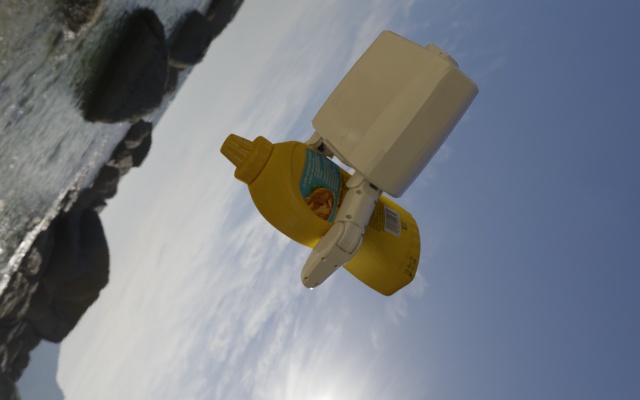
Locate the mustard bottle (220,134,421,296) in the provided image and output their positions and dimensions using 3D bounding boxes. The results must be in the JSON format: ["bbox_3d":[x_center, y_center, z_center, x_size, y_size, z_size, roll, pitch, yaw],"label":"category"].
[{"bbox_3d":[0.000,0.002,0.414,0.192,0.096,0.058,33,-52,-20],"label":"mustard bottle"}]
